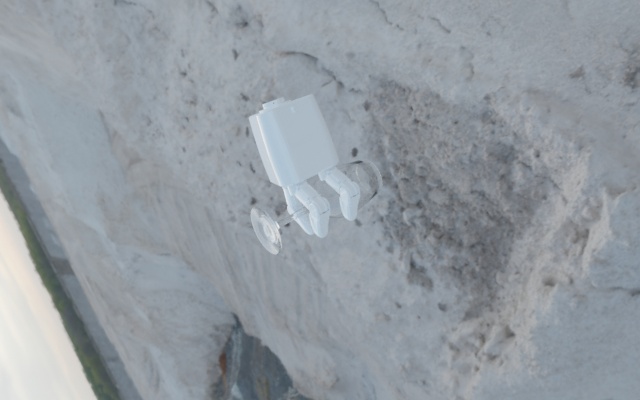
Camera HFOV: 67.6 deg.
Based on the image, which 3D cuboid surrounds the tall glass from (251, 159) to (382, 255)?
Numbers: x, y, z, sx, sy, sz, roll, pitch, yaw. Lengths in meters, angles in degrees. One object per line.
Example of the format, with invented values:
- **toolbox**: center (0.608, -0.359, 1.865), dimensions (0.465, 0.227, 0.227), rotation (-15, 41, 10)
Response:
- **tall glass**: center (0.000, 0.003, 0.713), dimensions (0.201, 0.079, 0.079), rotation (-27, 14, -29)
